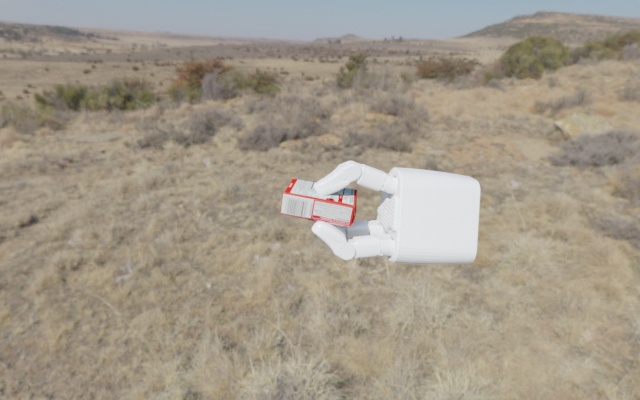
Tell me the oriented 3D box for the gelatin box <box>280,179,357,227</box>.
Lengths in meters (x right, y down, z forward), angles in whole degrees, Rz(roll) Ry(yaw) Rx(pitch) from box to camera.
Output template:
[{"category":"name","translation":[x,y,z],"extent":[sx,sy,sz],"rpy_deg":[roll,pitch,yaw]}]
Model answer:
[{"category":"gelatin box","translation":[0.000,0.001,0.591],"extent":[0.089,0.030,0.073],"rpy_deg":[11,17,2]}]
